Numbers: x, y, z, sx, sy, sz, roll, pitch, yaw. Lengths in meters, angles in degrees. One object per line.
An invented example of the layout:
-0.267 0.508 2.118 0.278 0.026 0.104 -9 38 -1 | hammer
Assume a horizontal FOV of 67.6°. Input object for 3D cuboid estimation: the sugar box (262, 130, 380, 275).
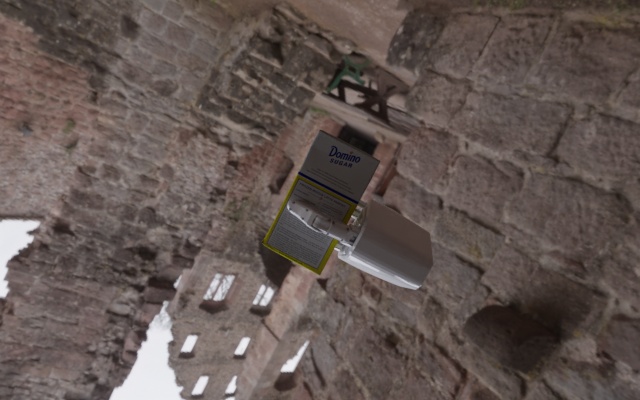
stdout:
0.000 0.002 0.653 0.093 0.176 0.048 28 7 -1 | sugar box
